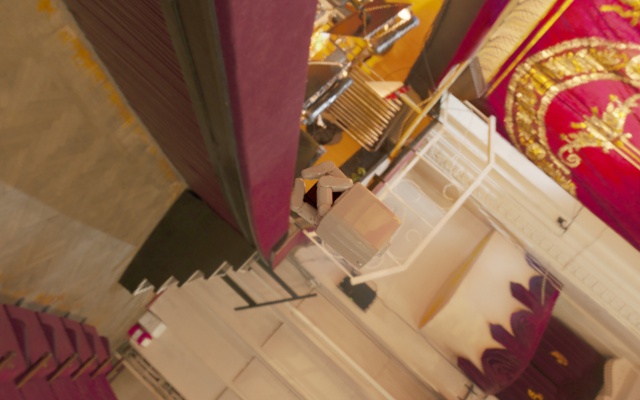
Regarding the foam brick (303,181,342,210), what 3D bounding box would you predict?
[{"bbox_3d":[0.000,0.003,0.872,0.051,0.053,0.078,41,-20,6],"label":"foam brick"}]
